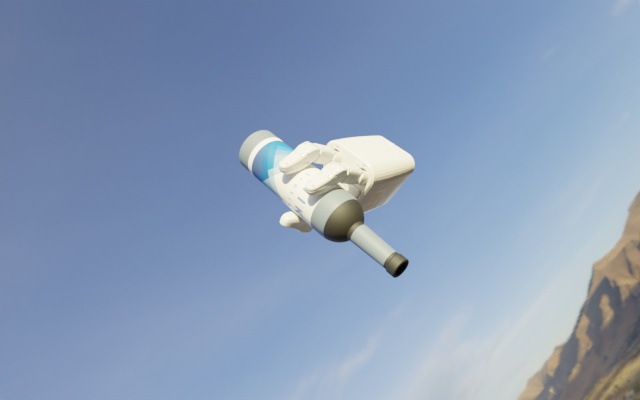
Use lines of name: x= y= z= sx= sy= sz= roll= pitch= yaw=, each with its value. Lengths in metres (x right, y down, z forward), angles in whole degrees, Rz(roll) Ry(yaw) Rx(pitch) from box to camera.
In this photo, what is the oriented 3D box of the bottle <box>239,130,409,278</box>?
bottle: x=0.000 y=0.002 z=0.644 sx=0.295 sy=0.069 sz=0.069 roll=40 pitch=24 yaw=32
